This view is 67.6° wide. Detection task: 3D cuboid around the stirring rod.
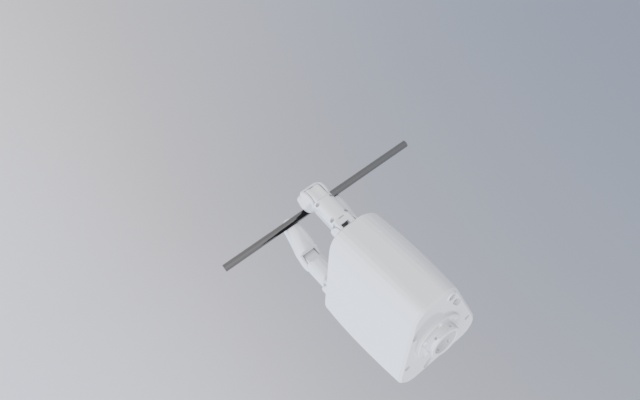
[{"bbox_3d":[0.000,0.002,0.506,0.239,0.011,0.011,-35,10,-16],"label":"stirring rod"}]
